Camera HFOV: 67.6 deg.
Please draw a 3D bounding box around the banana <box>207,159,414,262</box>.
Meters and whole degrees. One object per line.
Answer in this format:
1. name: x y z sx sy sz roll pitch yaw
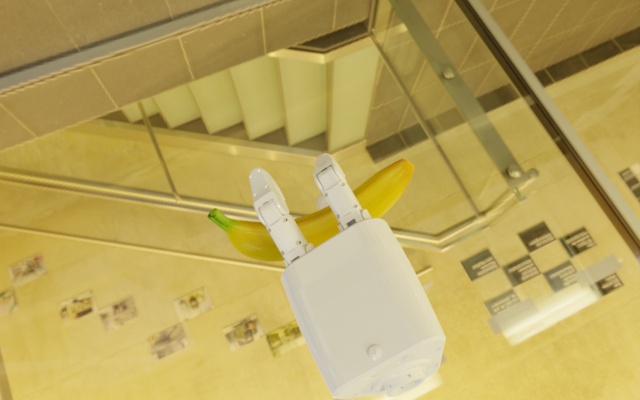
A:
1. banana: -0.001 0.017 0.455 0.198 0.070 0.037 -16 38 -7
